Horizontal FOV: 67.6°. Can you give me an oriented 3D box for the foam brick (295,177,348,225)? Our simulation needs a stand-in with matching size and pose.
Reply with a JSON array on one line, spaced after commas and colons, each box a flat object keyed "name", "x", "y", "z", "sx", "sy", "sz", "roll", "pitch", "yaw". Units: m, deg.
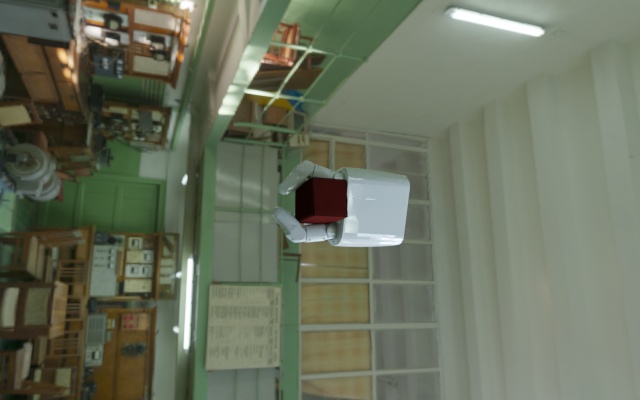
[{"name": "foam brick", "x": 0.000, "y": 0.002, "z": 0.660, "sx": 0.051, "sy": 0.053, "sz": 0.078, "roll": 4, "pitch": -11, "yaw": -20}]
